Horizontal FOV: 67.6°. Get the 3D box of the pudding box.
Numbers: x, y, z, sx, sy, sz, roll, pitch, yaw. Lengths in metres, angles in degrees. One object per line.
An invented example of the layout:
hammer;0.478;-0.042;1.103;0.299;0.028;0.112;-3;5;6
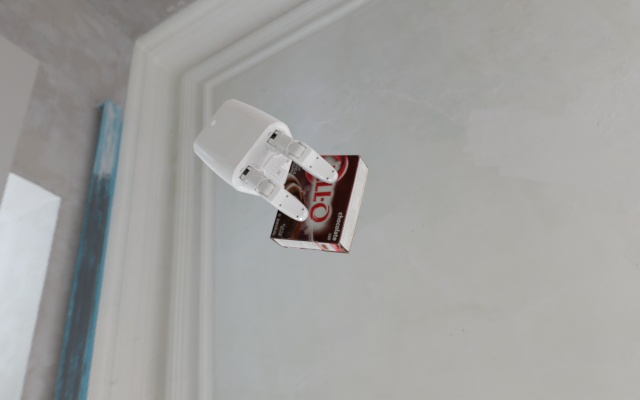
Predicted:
pudding box;0.000;0.002;0.557;0.090;0.113;0.039;2;-22;29
